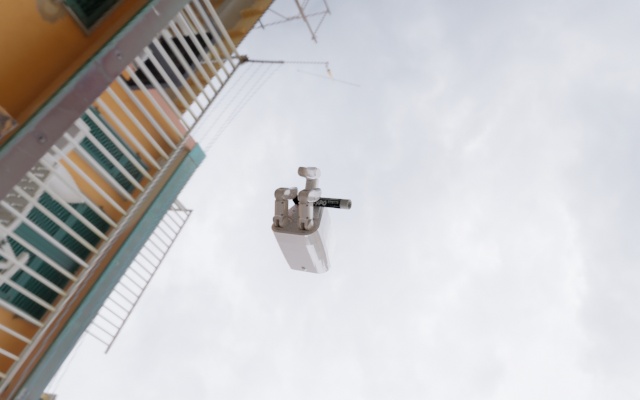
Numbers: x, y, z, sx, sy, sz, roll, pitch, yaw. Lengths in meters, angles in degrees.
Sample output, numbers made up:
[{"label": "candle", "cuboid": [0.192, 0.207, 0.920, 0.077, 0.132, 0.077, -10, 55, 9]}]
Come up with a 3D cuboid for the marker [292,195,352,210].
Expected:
[{"label": "marker", "cuboid": [0.000, 0.003, 0.879, 0.121, 0.020, 0.020, 5, 2, 30]}]
